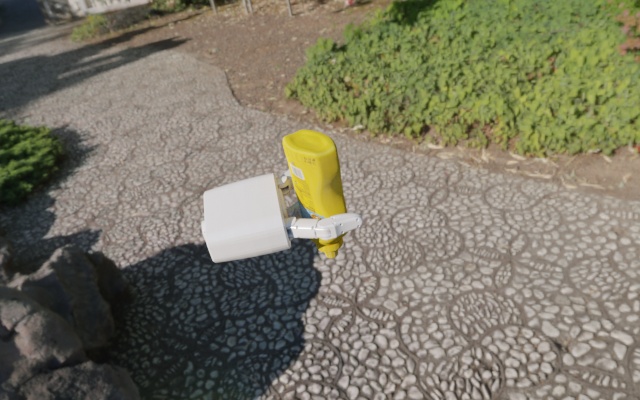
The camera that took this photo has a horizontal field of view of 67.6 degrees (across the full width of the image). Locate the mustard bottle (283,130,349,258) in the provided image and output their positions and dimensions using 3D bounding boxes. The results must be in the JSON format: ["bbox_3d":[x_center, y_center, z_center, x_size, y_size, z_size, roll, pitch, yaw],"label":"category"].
[{"bbox_3d":[0.000,0.002,0.670,0.058,0.192,0.096,-26,34,-23],"label":"mustard bottle"}]
